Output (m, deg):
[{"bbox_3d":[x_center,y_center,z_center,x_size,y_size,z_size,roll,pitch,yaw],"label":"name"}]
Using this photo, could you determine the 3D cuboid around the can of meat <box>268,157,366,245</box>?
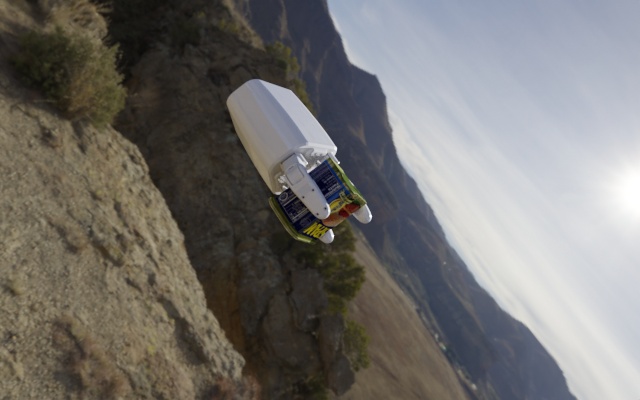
[{"bbox_3d":[0.000,0.002,0.555,0.084,0.057,0.102,-36,-17,6],"label":"can of meat"}]
